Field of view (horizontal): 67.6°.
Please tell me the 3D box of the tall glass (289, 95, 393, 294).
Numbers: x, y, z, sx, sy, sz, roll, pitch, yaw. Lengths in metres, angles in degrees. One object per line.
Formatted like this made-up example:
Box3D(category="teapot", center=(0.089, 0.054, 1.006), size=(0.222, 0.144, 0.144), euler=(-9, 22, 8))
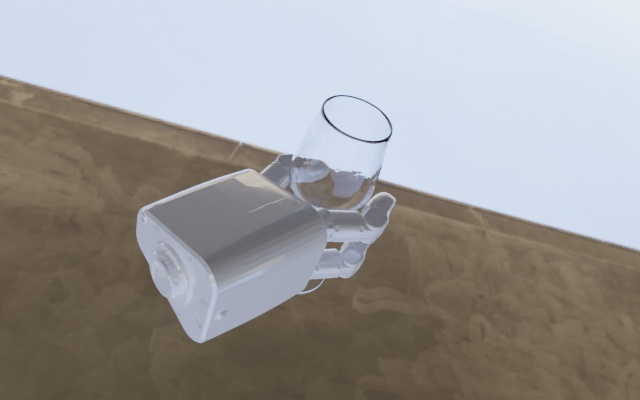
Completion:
Box3D(category="tall glass", center=(0.000, 0.002, 0.451), size=(0.079, 0.079, 0.201), euler=(0, -44, -25))
